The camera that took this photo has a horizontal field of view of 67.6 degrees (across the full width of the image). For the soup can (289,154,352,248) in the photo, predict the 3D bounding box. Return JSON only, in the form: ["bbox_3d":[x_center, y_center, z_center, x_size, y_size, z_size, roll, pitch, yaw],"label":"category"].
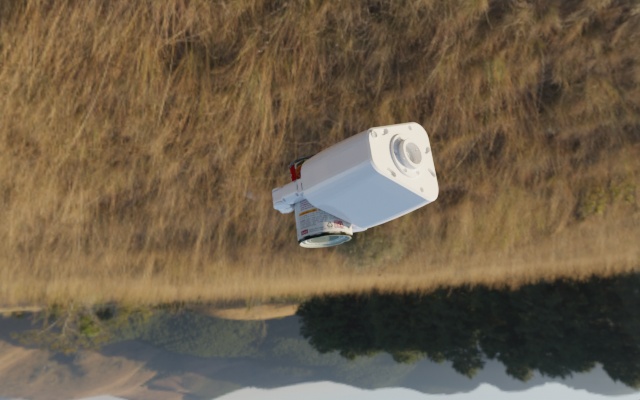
[{"bbox_3d":[0.000,0.002,0.595,0.068,0.102,0.068,-7,-16,-2],"label":"soup can"}]
